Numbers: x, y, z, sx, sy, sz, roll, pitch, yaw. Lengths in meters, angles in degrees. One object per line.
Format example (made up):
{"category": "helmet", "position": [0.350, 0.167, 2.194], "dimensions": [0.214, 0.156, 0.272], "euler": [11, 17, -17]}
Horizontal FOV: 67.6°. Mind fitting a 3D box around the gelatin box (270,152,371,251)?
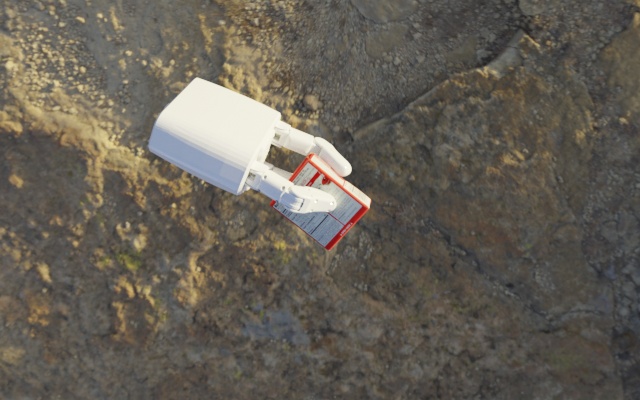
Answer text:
{"category": "gelatin box", "position": [0.000, 0.002, 0.539], "dimensions": [0.089, 0.073, 0.030], "euler": [38, 23, -5]}
